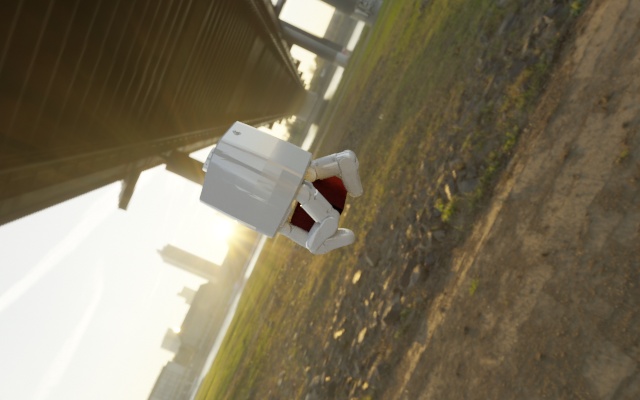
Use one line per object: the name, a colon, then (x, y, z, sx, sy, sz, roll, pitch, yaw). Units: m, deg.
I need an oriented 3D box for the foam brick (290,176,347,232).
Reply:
foam brick: (0.000, 0.002, 0.619, 0.051, 0.053, 0.078, 26, 28, -5)
